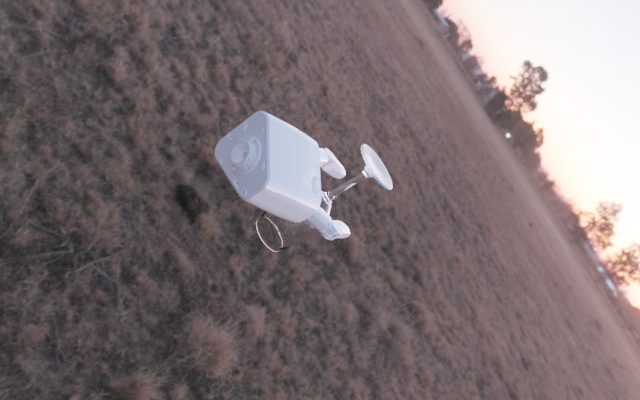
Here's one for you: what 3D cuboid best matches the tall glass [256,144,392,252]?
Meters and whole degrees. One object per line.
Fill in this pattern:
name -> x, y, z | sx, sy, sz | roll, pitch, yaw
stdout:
tall glass -> 0.001, 0.002, 0.695 | 0.201, 0.079, 0.079 | -32, -14, 22
